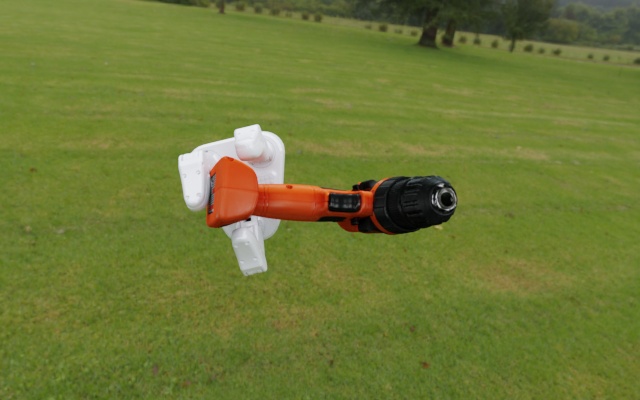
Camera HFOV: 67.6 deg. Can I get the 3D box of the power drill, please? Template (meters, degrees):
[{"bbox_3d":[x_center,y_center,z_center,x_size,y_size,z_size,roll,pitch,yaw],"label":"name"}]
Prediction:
[{"bbox_3d":[0.000,0.001,0.421,0.187,0.057,0.184,6,-8,-19],"label":"power drill"}]
